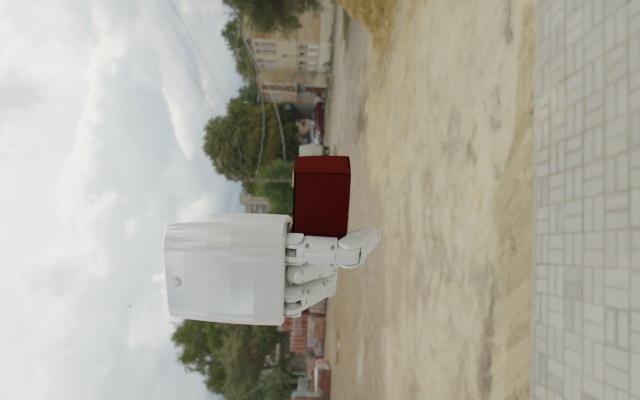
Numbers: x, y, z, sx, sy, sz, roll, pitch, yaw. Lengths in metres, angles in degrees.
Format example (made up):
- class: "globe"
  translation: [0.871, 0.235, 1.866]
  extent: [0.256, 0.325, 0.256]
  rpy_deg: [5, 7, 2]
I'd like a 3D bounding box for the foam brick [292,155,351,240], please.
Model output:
- class: "foam brick"
  translation: [0.000, 0.001, 0.445]
  extent: [0.051, 0.078, 0.053]
  rpy_deg: [3, 21, 0]
